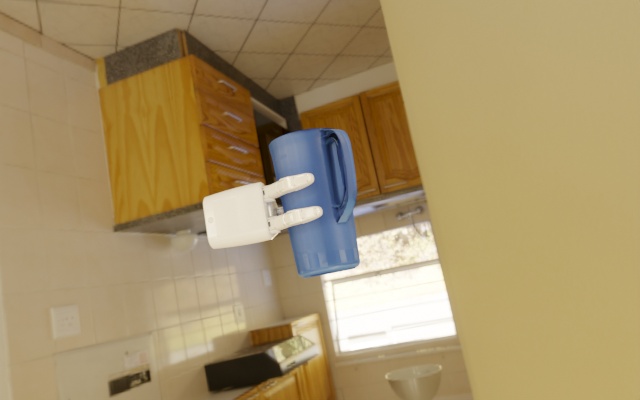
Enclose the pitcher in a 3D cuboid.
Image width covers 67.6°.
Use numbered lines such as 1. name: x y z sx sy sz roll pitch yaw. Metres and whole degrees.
1. pitcher: 0.000 0.003 0.817 0.145 0.242 0.149 -12 -10 7
